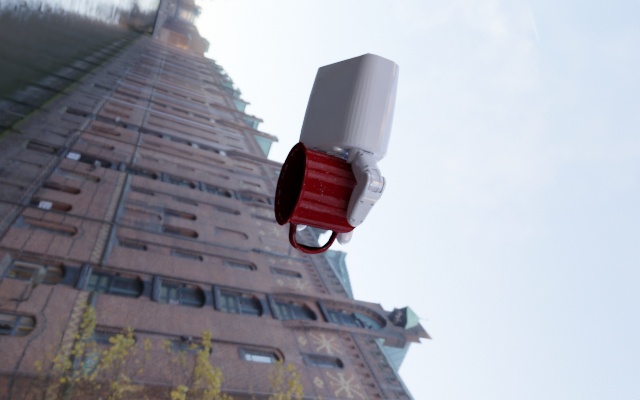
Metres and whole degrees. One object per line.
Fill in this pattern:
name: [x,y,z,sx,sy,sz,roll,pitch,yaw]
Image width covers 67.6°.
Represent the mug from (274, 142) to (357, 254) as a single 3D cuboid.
mug: [0.000,0.003,0.529,0.081,0.117,0.093,14,-6,-21]
